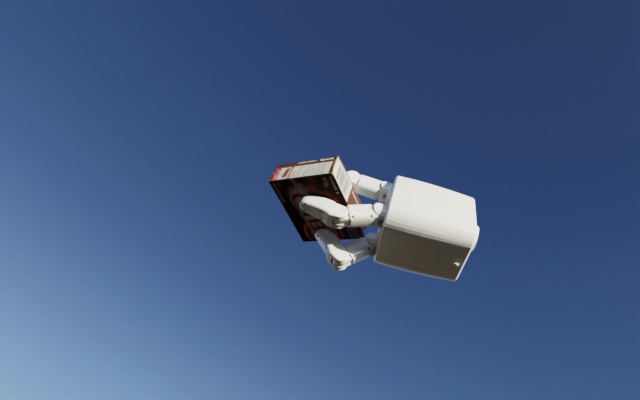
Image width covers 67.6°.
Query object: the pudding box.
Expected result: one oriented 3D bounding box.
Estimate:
[{"bbox_3d":[0.000,0.002,0.604,0.090,0.114,0.039,-6,38,27],"label":"pudding box"}]
